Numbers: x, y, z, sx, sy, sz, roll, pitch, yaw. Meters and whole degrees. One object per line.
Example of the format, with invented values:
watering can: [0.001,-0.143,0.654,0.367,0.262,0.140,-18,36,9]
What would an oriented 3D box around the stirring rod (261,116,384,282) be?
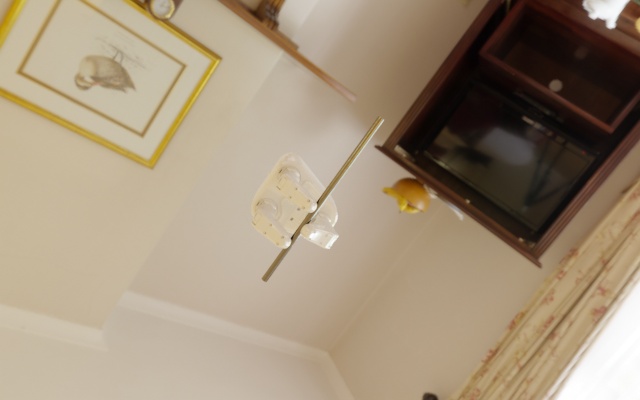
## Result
stirring rod: [0.000,0.002,0.566,0.011,0.239,0.011,35,10,-7]
